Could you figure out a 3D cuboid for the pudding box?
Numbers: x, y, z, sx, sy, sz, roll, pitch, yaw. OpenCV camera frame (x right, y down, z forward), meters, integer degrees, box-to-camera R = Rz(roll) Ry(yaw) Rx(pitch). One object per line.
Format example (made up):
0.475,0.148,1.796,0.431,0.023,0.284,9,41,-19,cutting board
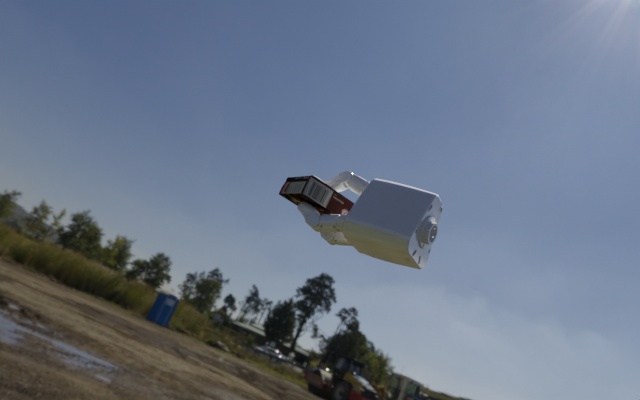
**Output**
0.000,0.002,0.784,0.113,0.039,0.090,35,-17,-24,pudding box
